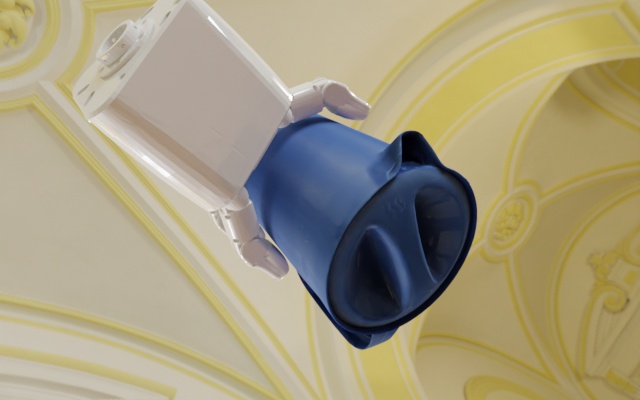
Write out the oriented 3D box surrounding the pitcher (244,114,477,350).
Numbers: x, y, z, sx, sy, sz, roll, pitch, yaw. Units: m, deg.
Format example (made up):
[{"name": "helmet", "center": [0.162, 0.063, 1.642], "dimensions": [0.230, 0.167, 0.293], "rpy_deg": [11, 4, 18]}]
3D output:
[{"name": "pitcher", "center": [0.000, 0.001, 0.419], "dimensions": [0.145, 0.149, 0.242], "rpy_deg": [42, -2, -41]}]
